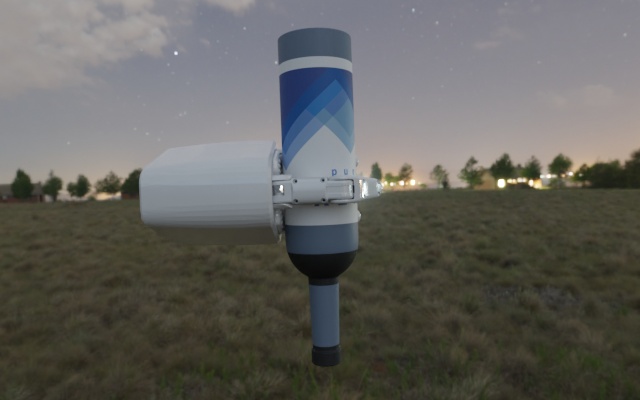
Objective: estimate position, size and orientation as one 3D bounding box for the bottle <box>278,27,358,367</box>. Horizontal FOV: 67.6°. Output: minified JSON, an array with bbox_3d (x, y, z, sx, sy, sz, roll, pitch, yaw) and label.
[{"bbox_3d":[0.000,0.001,0.436,0.069,0.296,0.069,-2,2,0],"label":"bottle"}]
